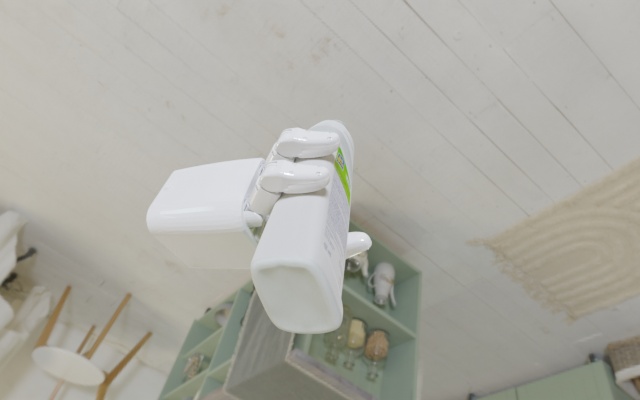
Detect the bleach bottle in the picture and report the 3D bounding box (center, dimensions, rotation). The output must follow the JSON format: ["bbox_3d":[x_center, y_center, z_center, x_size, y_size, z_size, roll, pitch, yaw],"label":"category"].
[{"bbox_3d":[0.000,0.002,0.487,0.068,0.103,0.250,-4,39,16],"label":"bleach bottle"}]
